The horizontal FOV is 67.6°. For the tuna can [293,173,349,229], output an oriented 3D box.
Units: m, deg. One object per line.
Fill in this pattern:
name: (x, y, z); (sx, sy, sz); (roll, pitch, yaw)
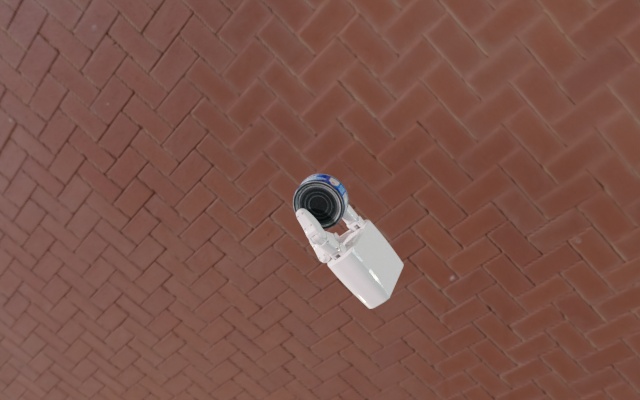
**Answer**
tuna can: (0.000, 0.003, 0.761); (0.086, 0.086, 0.033); (0, 22, 16)
